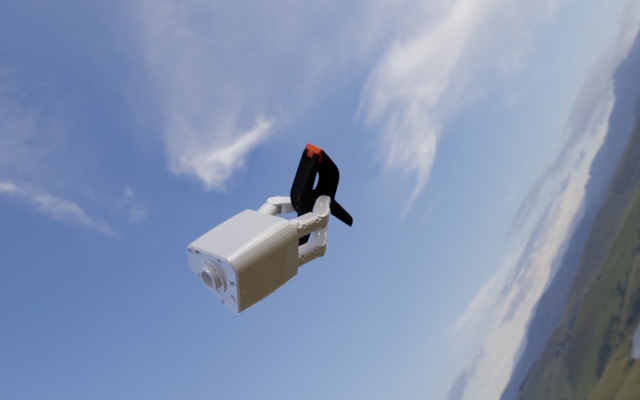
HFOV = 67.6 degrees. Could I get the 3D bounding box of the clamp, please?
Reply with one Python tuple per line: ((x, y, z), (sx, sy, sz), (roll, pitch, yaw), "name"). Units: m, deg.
((-0.001, 0.002, 0.739), (0.036, 0.210, 0.164), (28, 42, 31), "clamp")
